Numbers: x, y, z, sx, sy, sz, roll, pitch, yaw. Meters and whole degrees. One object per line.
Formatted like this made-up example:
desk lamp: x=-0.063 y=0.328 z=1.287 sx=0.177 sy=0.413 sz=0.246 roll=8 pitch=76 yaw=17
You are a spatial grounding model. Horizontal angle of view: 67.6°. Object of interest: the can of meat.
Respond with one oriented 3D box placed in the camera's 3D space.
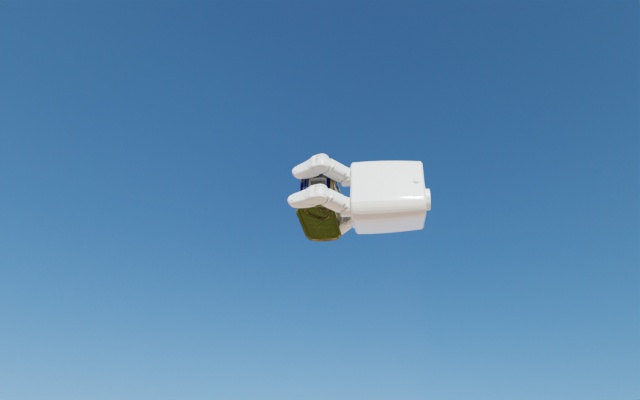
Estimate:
can of meat: x=0.000 y=0.002 z=0.746 sx=0.057 sy=0.084 sz=0.102 roll=-4 pitch=-35 yaw=11
